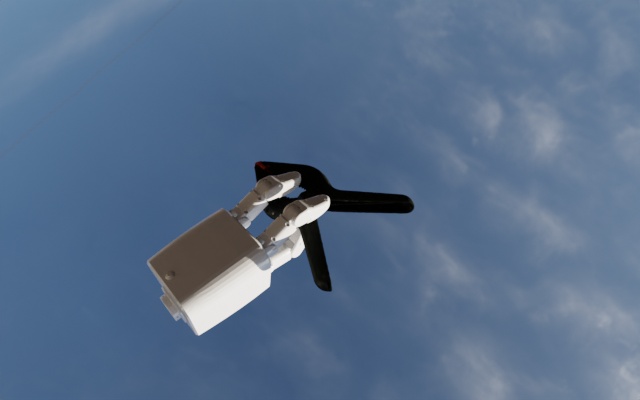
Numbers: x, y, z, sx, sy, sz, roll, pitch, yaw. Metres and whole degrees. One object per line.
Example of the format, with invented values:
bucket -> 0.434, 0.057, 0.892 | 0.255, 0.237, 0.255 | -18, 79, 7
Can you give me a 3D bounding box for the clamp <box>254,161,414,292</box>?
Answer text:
clamp -> 0.000, 0.002, 0.602 | 0.164, 0.036, 0.210 | -33, 54, -25
